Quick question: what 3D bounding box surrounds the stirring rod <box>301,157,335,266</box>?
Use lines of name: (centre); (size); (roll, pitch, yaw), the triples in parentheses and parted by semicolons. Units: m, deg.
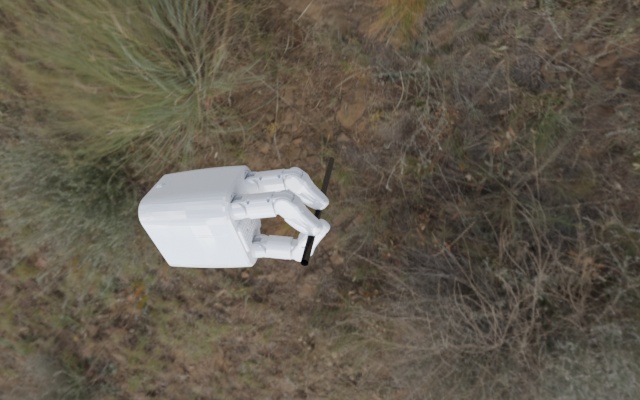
stirring rod: (0.000, 0.002, 0.576); (0.011, 0.011, 0.239); (0, 30, 9)
